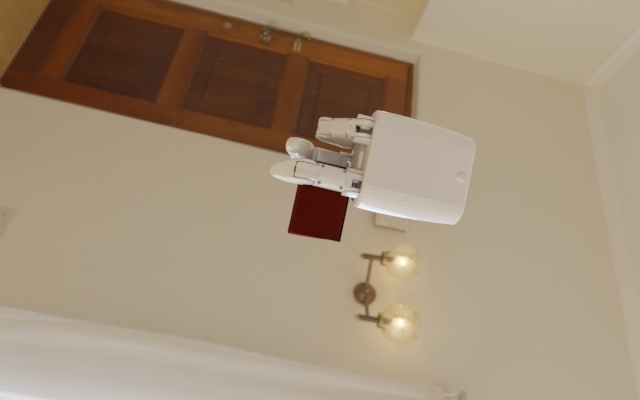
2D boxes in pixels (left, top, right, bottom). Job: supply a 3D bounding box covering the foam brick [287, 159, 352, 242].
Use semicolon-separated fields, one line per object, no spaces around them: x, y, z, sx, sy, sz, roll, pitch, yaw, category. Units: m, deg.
0.000;0.002;0.499;0.051;0.078;0.053;13;-5;-8;foam brick
